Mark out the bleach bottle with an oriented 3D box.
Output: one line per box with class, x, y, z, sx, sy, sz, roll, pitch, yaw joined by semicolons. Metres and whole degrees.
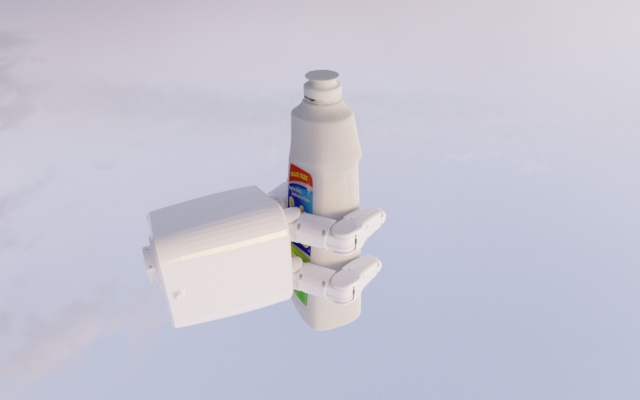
bleach bottle;0.000;0.002;0.454;0.068;0.251;0.102;-13;34;-18
